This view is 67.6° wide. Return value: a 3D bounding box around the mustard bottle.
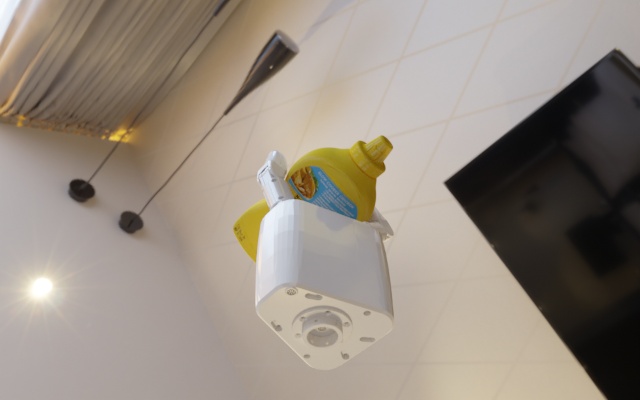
[{"bbox_3d":[0.000,0.002,0.501,0.192,0.096,0.058,-42,2,24],"label":"mustard bottle"}]
